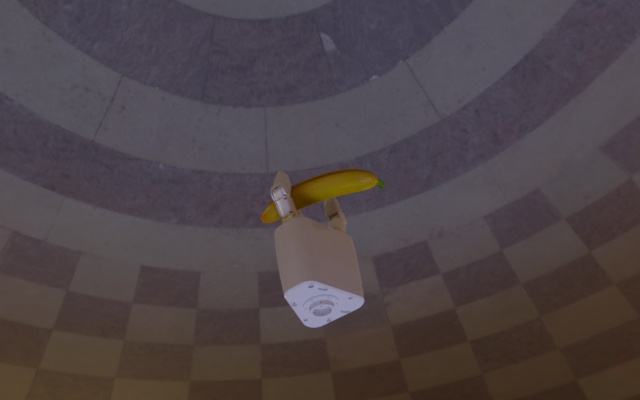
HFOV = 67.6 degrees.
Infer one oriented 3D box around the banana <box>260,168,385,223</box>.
[{"bbox_3d":[0.000,-0.010,0.708,0.198,0.037,0.070,-15,-39,0],"label":"banana"}]
